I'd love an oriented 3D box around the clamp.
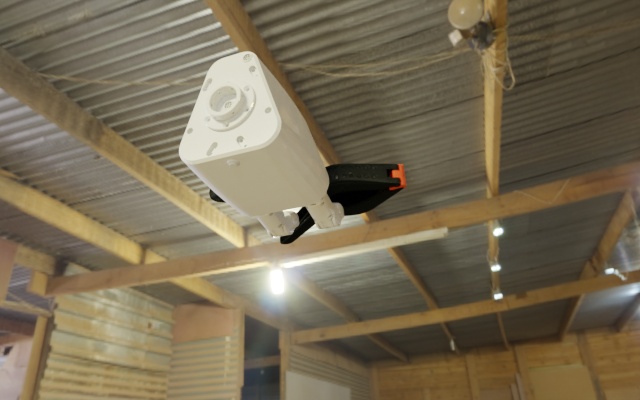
[{"bbox_3d":[0.000,0.001,0.565,0.210,0.036,0.165,-12,-28,16],"label":"clamp"}]
